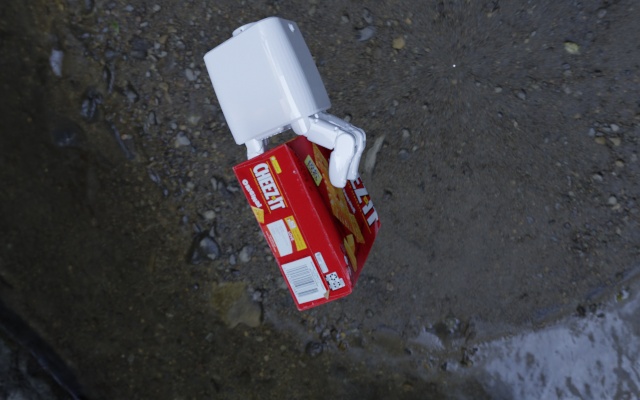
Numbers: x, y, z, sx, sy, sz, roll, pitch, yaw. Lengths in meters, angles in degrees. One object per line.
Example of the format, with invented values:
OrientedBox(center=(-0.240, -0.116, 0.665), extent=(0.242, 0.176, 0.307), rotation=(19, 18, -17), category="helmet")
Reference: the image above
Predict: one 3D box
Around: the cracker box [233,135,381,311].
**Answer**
OrientedBox(center=(0.000, 0.002, 0.561), extent=(0.072, 0.164, 0.213), rotation=(-21, 9, 20), category="cracker box")
